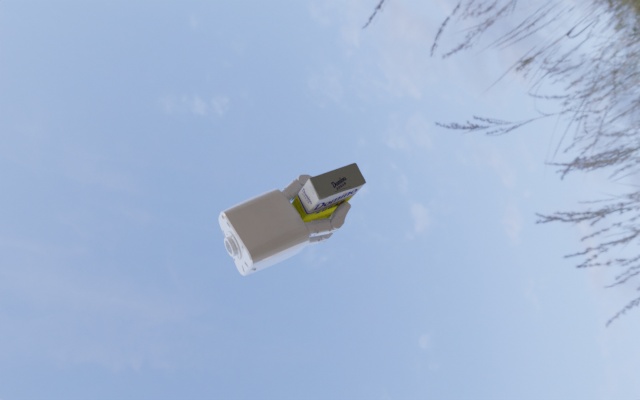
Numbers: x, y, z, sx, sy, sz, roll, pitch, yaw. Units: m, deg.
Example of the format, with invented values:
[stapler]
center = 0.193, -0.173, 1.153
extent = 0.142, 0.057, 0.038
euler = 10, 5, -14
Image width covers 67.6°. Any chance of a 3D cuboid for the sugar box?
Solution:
[sugar box]
center = 0.000, 0.003, 0.821
extent = 0.093, 0.048, 0.176
euler = -20, -12, -26
